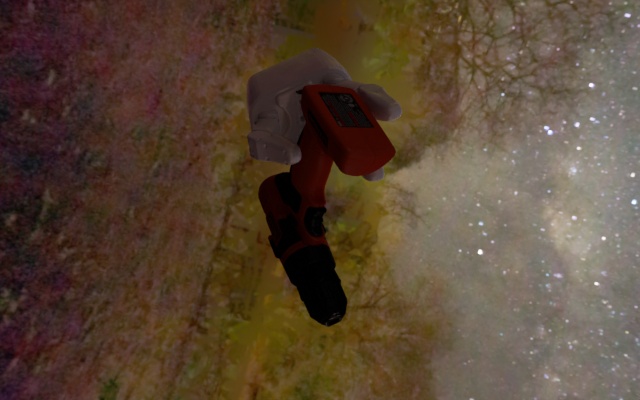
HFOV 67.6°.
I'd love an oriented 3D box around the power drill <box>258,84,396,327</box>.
[{"bbox_3d":[0.000,0.001,0.456,0.057,0.184,0.188,-5,-40,-31],"label":"power drill"}]
